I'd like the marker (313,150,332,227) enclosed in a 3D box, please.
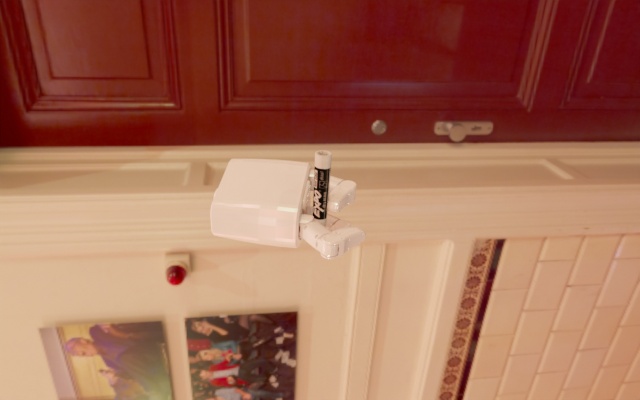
[{"bbox_3d":[0.000,0.002,0.551,0.020,0.121,0.020,3,27,-1],"label":"marker"}]
